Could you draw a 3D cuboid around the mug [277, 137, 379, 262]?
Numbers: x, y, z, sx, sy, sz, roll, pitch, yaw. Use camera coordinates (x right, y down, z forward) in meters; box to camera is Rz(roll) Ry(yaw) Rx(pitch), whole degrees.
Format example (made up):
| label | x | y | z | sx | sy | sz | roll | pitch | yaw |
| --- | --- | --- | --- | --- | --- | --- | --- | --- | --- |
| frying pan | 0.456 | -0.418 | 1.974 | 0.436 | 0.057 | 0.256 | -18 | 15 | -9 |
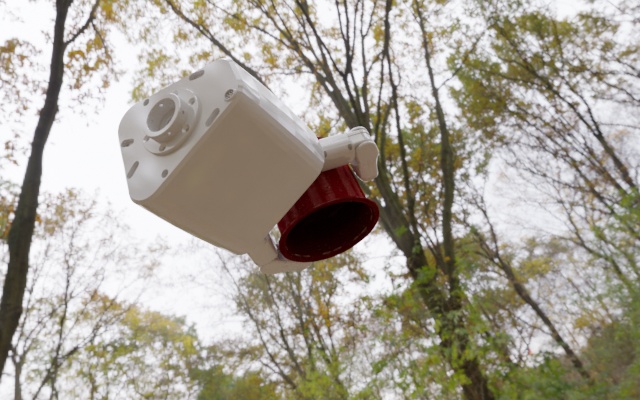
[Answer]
| label | x | y | z | sx | sy | sz | roll | pitch | yaw |
| --- | --- | --- | --- | --- | --- | --- | --- | --- | --- |
| mug | 0.001 | 0.002 | 0.444 | 0.093 | 0.081 | 0.117 | -32 | -34 | 12 |
